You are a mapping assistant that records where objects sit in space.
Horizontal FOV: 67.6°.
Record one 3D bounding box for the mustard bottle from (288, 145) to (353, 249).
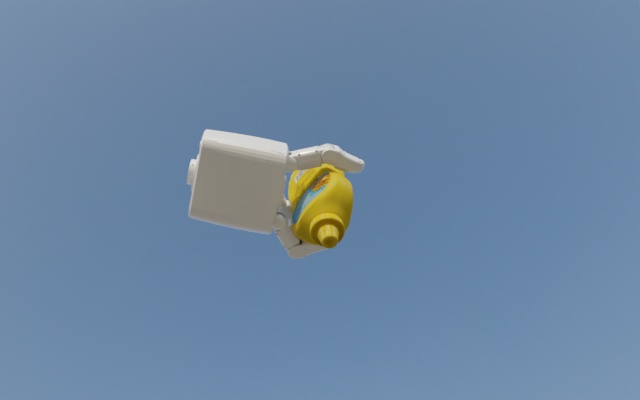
[{"bbox_3d":[0.000,0.002,0.620,0.058,0.096,0.191,34,19,-21],"label":"mustard bottle"}]
